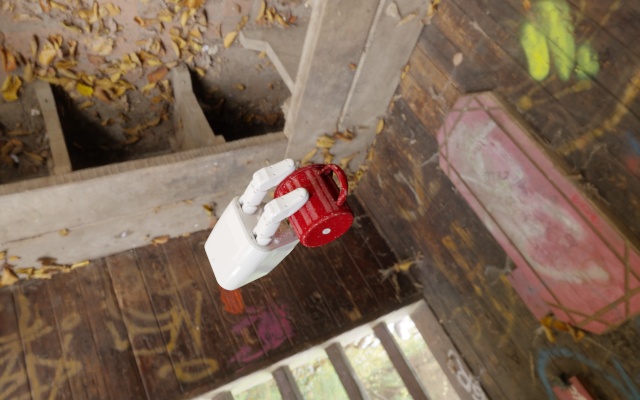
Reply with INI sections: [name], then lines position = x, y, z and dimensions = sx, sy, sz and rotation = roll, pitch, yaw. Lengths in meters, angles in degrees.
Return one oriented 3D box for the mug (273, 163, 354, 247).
[mug]
position = 0.001, 0.001, 0.648
dimensions = 0.093, 0.081, 0.117
rotation = -1, -39, -44
